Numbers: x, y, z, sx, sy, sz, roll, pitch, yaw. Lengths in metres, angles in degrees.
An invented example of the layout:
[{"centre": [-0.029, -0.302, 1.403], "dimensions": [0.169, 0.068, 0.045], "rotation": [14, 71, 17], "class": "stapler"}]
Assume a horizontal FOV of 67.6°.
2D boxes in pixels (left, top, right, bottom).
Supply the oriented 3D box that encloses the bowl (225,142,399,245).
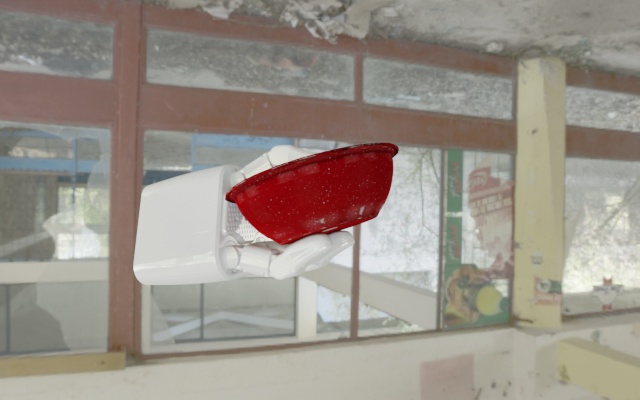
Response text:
[{"centre": [0.001, 0.001, 0.429], "dimensions": [0.162, 0.055, 0.162], "rotation": [-16, -7, -2], "class": "bowl"}]
